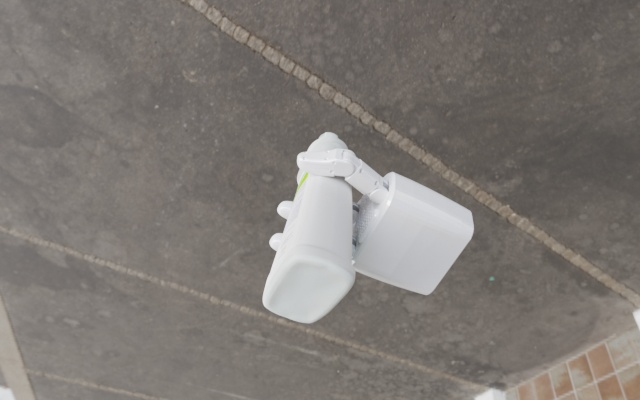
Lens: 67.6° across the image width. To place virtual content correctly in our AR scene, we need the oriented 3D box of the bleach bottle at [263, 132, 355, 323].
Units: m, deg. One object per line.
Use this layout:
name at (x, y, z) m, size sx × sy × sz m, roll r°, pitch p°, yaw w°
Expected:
bleach bottle at (0.000, 0.002, 0.523) m, size 0.068 × 0.250 × 0.103 m, roll 24°, pitch -49°, yaw -12°
